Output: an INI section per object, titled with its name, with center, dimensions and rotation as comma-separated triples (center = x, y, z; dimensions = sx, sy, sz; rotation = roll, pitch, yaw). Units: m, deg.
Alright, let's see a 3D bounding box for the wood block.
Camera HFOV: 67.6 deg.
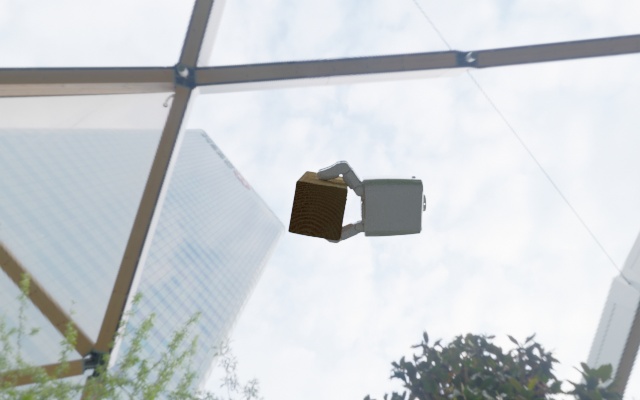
[wood block]
center = 0.000, 0.003, 0.884
dimensions = 0.090, 0.091, 0.206
rotation = 9, 8, 2
